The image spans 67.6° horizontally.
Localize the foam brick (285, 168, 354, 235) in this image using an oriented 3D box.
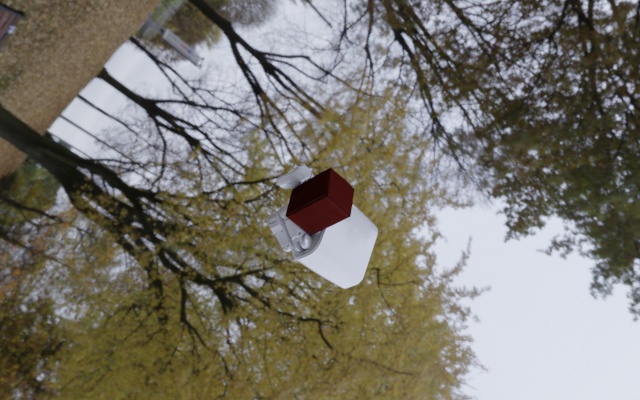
[{"bbox_3d":[0.000,0.002,0.650,0.078,0.053,0.051,-27,-54,36],"label":"foam brick"}]
